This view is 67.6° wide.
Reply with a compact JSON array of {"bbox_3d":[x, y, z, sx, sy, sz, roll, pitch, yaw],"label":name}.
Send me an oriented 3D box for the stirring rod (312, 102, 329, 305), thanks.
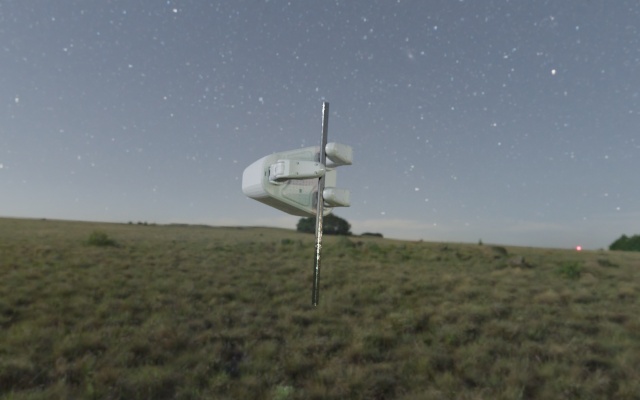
[{"bbox_3d":[0.000,0.002,0.567,0.011,0.239,0.011,3,-5,0],"label":"stirring rod"}]
